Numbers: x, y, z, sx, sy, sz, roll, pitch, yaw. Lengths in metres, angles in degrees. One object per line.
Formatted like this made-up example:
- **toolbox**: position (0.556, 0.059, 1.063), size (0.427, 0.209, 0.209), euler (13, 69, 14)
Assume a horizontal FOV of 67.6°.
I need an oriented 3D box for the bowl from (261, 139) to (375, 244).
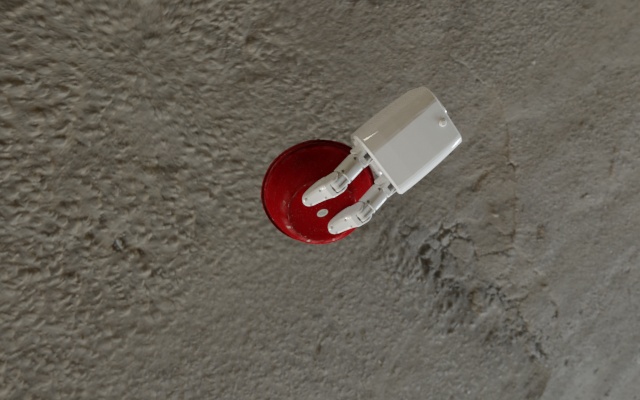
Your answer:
- **bowl**: position (-0.001, 0.003, 0.647), size (0.162, 0.162, 0.055), euler (0, 28, -6)
